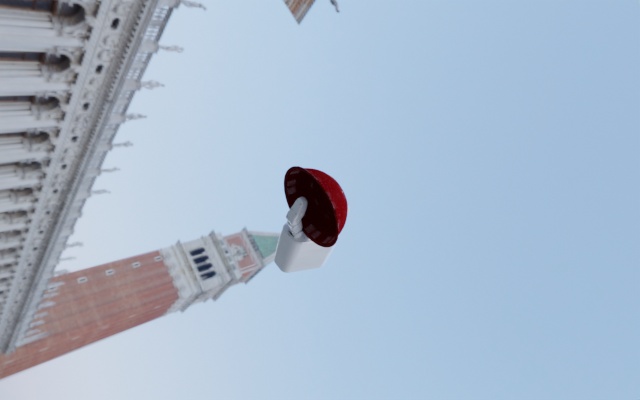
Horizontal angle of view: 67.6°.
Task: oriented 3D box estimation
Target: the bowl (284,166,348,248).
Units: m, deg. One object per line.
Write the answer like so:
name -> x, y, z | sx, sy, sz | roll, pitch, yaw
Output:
bowl -> 0.001, 0.002, 0.875 | 0.055, 0.162, 0.162 | -28, 14, -28
